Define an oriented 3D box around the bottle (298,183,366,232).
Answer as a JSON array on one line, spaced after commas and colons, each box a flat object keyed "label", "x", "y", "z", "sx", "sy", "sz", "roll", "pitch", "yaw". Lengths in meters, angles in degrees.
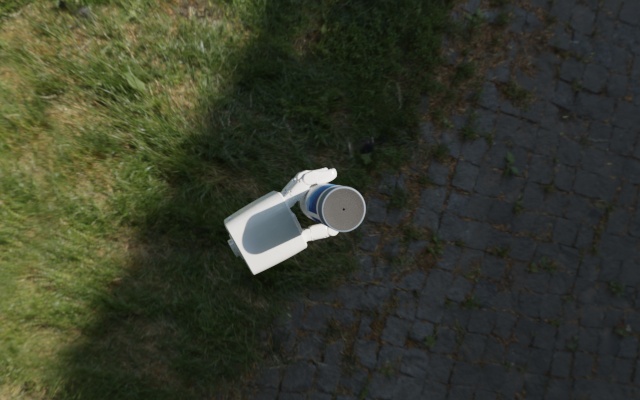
[{"label": "bottle", "x": 0.000, "y": 0.003, "z": 0.831, "sx": 0.069, "sy": 0.069, "sz": 0.295, "roll": 0, "pitch": 4, "yaw": -13}]
